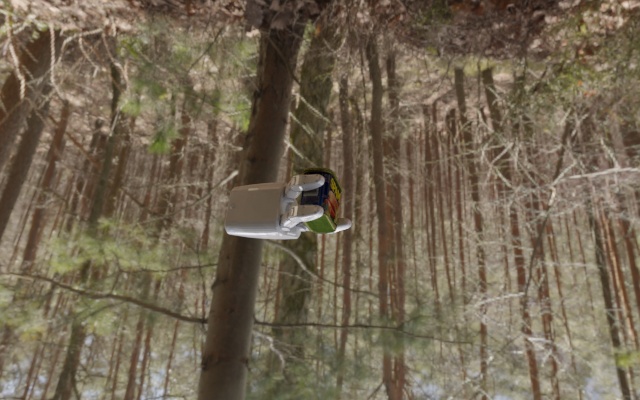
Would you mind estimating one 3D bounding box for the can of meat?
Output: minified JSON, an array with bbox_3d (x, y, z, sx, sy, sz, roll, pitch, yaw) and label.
[{"bbox_3d":[0.000,0.003,0.839,0.057,0.084,0.102,0,-25,16],"label":"can of meat"}]
